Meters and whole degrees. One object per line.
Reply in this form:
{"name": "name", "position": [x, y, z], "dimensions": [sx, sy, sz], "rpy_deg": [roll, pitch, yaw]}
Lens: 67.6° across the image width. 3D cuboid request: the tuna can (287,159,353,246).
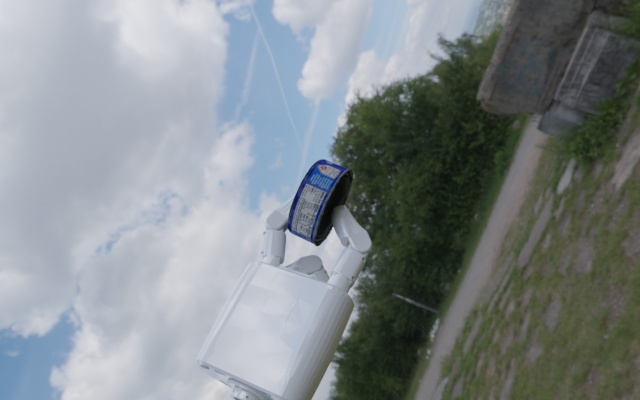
{"name": "tuna can", "position": [0.000, 0.001, 0.492], "dimensions": [0.034, 0.086, 0.086], "rpy_deg": [24, 6, 13]}
